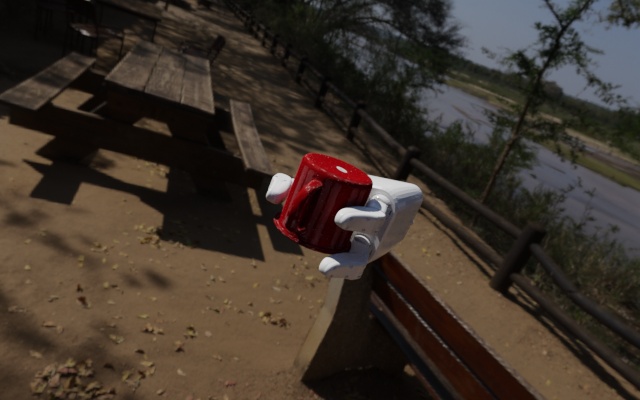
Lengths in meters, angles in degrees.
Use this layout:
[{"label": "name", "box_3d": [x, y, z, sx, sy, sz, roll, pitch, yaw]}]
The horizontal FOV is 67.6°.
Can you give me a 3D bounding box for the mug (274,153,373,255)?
[{"label": "mug", "box_3d": [-0.001, 0.002, 0.508, 0.093, 0.081, 0.117, 30, 20, 23]}]
